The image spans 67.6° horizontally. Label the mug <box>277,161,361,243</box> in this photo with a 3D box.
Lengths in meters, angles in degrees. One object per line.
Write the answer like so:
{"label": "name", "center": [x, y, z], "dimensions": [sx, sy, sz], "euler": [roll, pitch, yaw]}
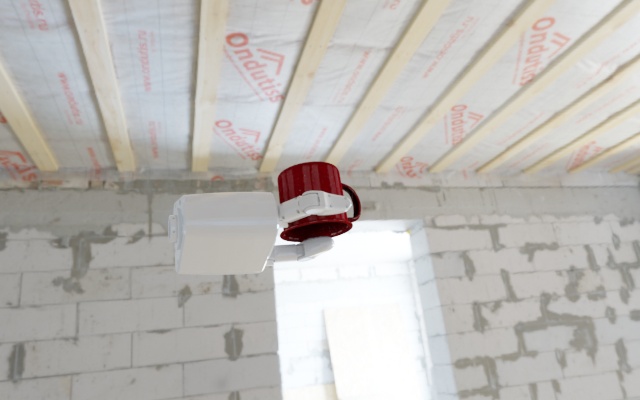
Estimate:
{"label": "mug", "center": [0.001, 0.002, 0.612], "dimensions": [0.117, 0.081, 0.093], "euler": [0, -20, -26]}
